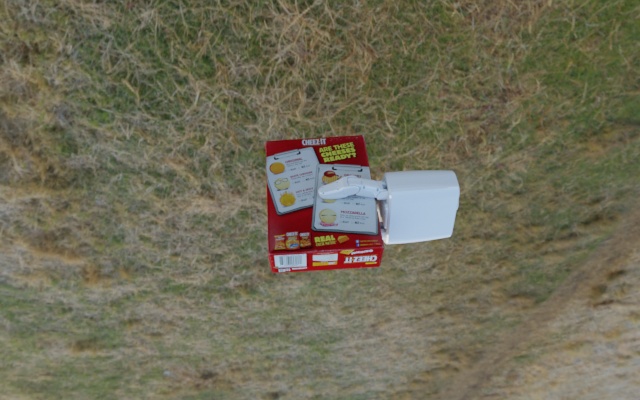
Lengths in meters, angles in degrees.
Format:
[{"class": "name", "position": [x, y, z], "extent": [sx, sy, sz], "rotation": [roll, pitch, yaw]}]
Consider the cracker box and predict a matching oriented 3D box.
[{"class": "cracker box", "position": [0.000, 0.002, 0.743], "extent": [0.164, 0.213, 0.072], "rotation": [-4, -36, -3]}]
